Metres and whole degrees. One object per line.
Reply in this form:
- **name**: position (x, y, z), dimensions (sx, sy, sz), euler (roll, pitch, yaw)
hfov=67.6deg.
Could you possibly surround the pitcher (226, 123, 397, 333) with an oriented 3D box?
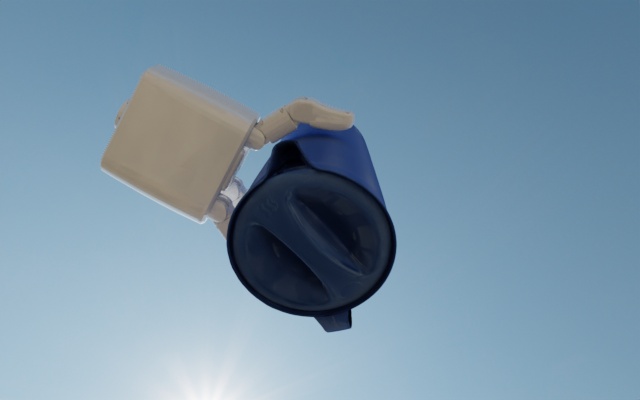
- **pitcher**: position (0.000, 0.001, 0.480), dimensions (0.145, 0.149, 0.242), euler (28, 22, -9)
